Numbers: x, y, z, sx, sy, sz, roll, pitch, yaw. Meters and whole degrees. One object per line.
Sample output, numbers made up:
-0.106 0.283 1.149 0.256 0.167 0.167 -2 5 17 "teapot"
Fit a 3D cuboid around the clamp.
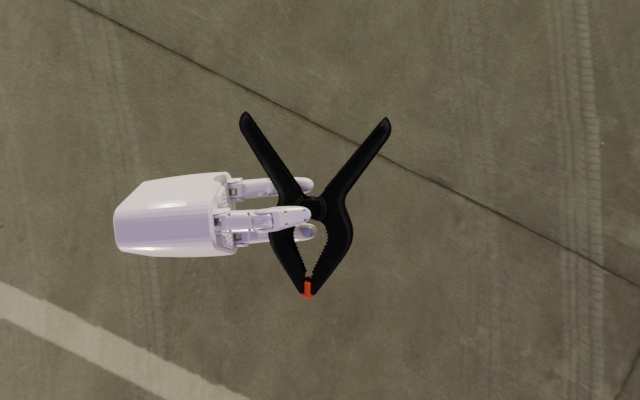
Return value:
0.000 0.002 0.526 0.164 0.210 0.036 -4 6 5 "clamp"
